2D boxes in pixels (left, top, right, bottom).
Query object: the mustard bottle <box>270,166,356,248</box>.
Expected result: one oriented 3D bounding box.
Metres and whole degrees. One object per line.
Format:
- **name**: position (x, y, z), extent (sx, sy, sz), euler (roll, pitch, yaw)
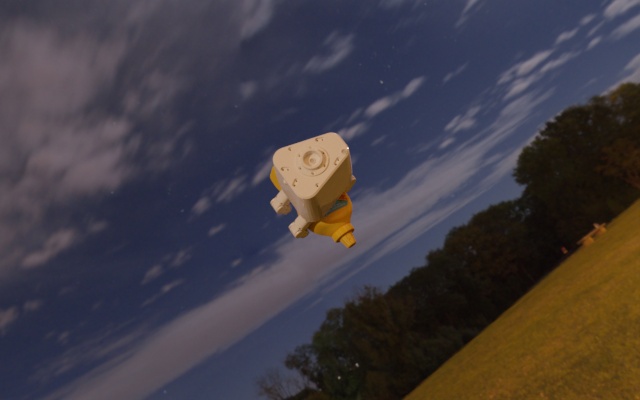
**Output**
- **mustard bottle**: position (0.000, 0.003, 0.839), extent (0.096, 0.191, 0.058), euler (-26, -21, -31)
